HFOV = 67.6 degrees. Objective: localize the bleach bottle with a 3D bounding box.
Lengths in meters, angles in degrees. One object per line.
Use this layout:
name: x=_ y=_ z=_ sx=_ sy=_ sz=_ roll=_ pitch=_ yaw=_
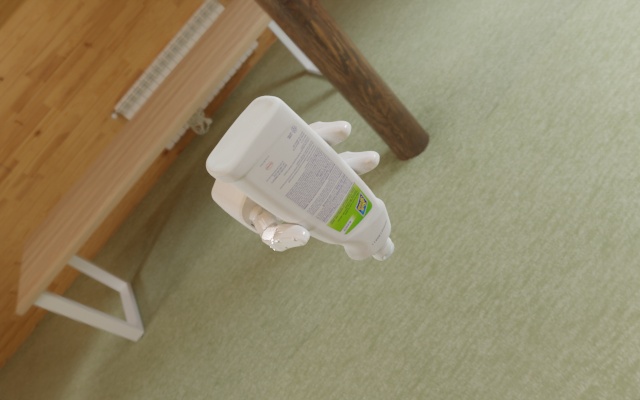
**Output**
bleach bottle: x=0.000 y=0.002 z=0.533 sx=0.251 sy=0.102 sz=0.068 roll=42 pitch=-11 yaw=-35
